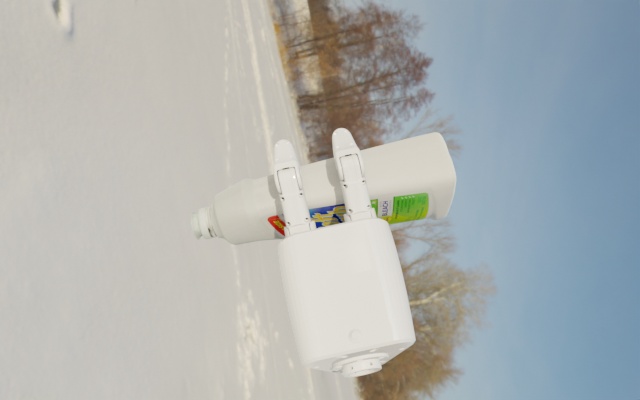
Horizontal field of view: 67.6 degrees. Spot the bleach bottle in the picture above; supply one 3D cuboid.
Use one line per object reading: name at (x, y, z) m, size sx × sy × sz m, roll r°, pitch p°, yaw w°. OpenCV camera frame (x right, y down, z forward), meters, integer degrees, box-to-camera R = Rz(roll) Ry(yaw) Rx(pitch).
bleach bottle at (0.000, 0.001, 0.477) m, size 0.251 × 0.068 × 0.103 m, roll -12°, pitch -26°, yaw 0°
